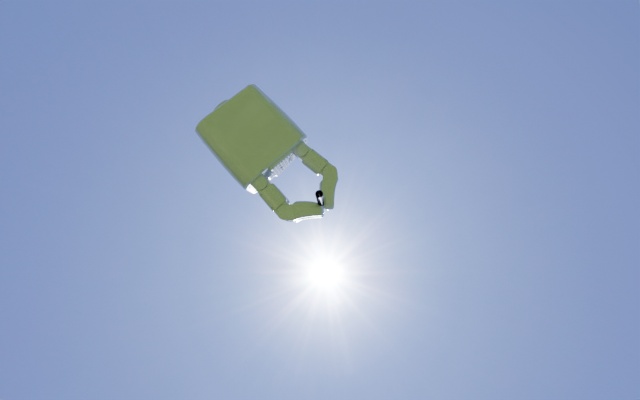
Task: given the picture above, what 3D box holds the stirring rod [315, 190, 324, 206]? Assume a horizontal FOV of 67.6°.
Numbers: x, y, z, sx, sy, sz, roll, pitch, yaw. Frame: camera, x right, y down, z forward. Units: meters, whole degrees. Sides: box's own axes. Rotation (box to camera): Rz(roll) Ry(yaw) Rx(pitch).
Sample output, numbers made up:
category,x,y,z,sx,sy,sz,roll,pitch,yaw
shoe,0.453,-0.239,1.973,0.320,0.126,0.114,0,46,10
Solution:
category,x,y,z,sx,sy,sz,roll,pitch,yaw
stirring rod,0.000,0.002,0.599,0.011,0.011,0.239,0,-4,1
